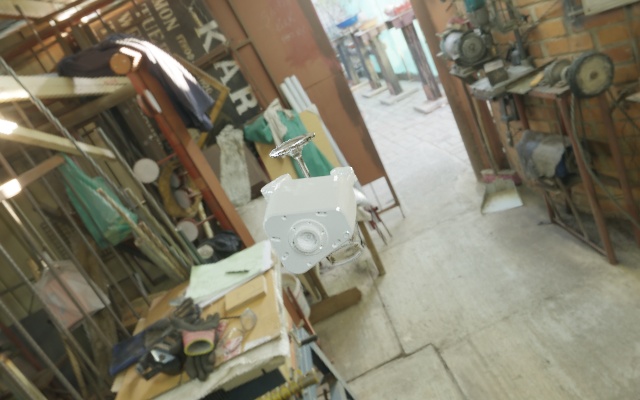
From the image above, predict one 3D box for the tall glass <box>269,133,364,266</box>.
[{"bbox_3d":[0.000,0.002,0.731,0.079,0.201,0.079,-23,20,9],"label":"tall glass"}]
